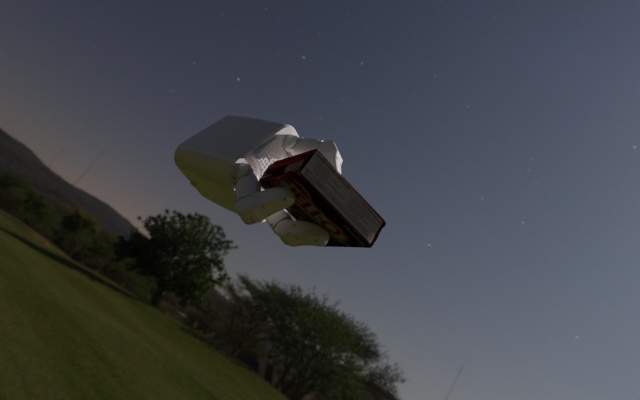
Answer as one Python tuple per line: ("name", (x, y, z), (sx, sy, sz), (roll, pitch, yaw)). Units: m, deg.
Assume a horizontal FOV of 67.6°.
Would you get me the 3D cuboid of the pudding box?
("pudding box", (0.000, 0.001, 0.497), (0.113, 0.039, 0.090), (43, -23, -21))
